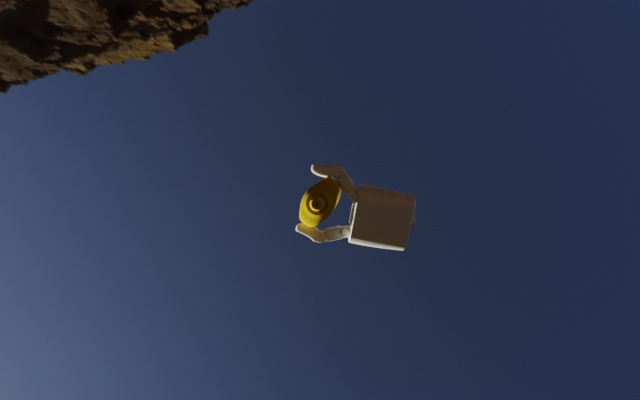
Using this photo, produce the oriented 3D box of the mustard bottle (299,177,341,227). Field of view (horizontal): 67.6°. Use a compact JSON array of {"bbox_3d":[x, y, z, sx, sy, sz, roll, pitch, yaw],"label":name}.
[{"bbox_3d":[0.000,0.003,0.882,0.058,0.096,0.191,35,4,1],"label":"mustard bottle"}]
